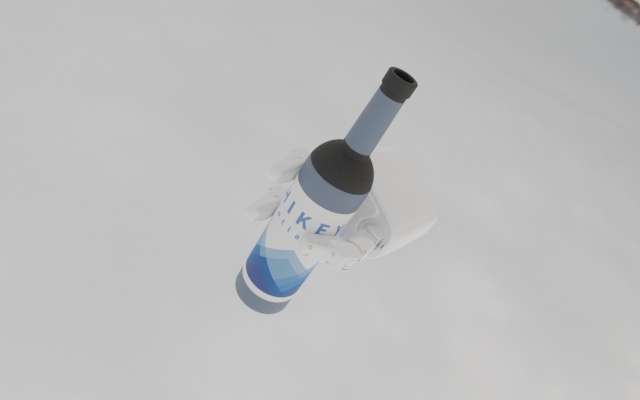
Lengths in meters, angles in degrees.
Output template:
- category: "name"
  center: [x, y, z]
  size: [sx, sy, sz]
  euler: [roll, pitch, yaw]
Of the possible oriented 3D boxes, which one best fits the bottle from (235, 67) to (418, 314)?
- category: "bottle"
  center: [0.000, 0.002, 0.466]
  size: [0.069, 0.069, 0.296]
  euler: [0, -43, -39]
